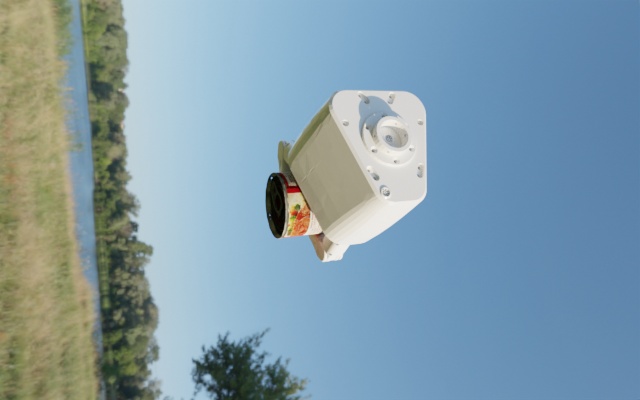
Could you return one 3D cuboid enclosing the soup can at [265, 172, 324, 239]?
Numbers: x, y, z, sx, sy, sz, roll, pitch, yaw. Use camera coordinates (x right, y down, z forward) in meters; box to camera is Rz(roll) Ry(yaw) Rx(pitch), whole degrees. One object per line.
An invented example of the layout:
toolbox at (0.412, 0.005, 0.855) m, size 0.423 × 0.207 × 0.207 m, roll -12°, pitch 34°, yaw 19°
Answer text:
soup can at (0.000, 0.002, 0.505) m, size 0.102 × 0.068 × 0.068 m, roll -5°, pitch 2°, yaw -23°
